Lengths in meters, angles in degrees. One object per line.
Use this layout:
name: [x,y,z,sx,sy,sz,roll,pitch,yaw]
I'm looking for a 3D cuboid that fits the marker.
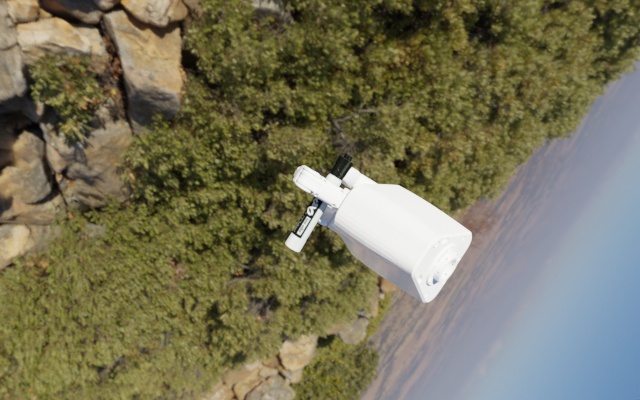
marker: [0.000,0.002,0.526,0.020,0.121,0.020,32,4,-3]
